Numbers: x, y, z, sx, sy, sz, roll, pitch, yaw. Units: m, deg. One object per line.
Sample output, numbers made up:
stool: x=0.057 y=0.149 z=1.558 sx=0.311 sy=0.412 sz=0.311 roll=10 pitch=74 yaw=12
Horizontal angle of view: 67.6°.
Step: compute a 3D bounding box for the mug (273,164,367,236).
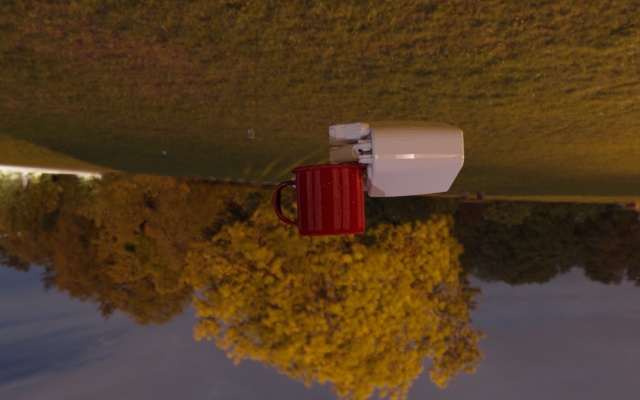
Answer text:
mug: x=-0.001 y=0.002 z=0.583 sx=0.117 sy=0.081 sz=0.093 roll=-3 pitch=-3 yaw=4
